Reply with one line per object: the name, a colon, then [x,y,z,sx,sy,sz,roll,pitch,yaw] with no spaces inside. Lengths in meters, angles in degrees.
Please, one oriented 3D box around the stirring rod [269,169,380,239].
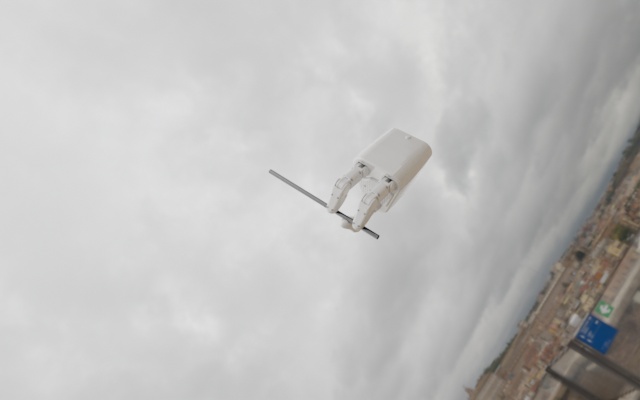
stirring rod: [0.000,0.003,0.813,0.239,0.011,0.011,31,15,27]
